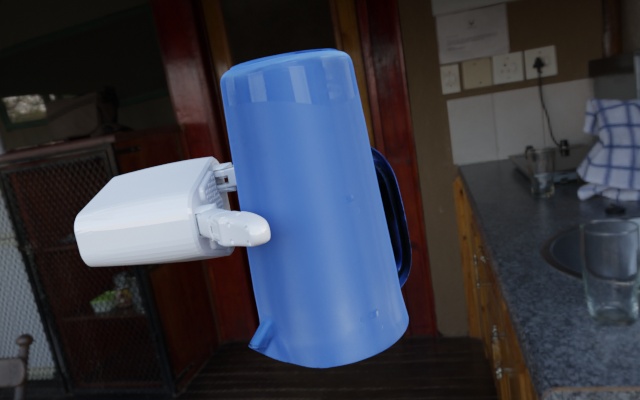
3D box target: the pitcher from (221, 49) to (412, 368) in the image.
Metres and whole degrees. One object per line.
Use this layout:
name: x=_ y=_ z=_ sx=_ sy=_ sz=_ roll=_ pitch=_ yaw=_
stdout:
pitcher: x=0.000 y=0.001 z=0.415 sx=0.145 sy=0.243 sz=0.149 roll=-8 pitch=11 yaw=9
